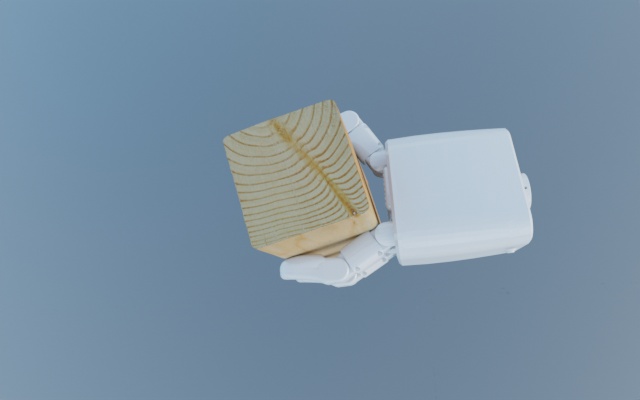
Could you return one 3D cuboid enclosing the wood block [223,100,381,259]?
[{"bbox_3d":[0.000,0.001,0.436,0.090,0.090,0.206,-19,-15,7],"label":"wood block"}]
